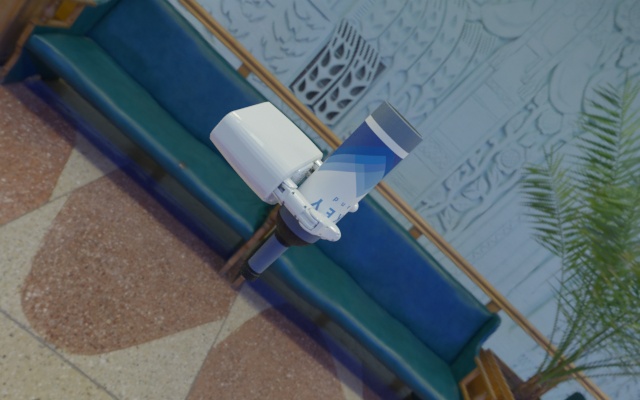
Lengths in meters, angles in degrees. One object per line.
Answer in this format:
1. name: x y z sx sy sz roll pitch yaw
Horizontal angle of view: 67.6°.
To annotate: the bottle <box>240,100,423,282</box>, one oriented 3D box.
1. bottle: 0.000 0.002 0.614 0.296 0.069 0.069 -45 -15 16
